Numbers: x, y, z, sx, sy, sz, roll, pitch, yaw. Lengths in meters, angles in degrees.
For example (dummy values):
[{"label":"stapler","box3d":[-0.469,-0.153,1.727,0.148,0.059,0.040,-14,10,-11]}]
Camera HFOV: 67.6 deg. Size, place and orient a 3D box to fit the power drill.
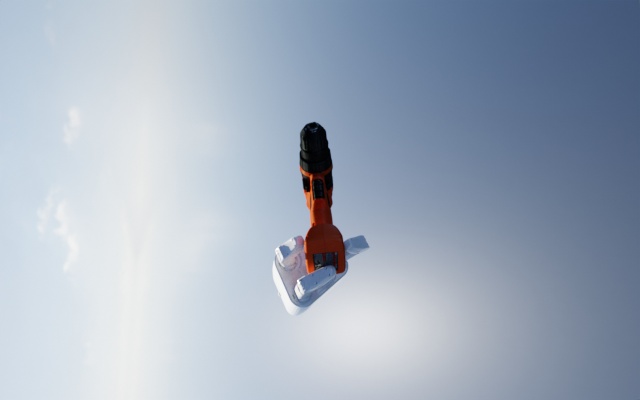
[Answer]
[{"label":"power drill","box3d":[0.000,0.003,0.713,0.057,0.187,0.185,-6,-41,2]}]
